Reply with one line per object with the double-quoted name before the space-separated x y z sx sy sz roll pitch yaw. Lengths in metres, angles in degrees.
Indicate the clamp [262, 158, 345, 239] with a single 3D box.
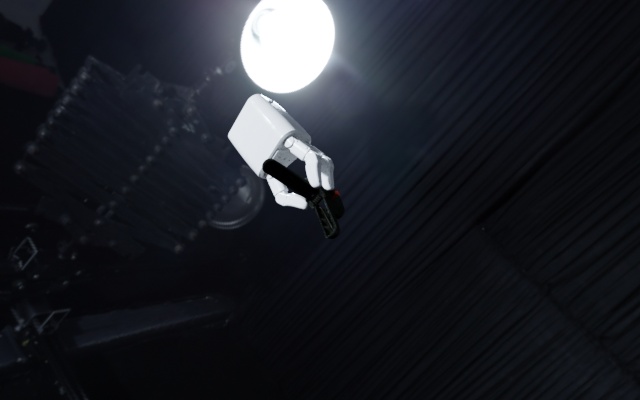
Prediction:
"clamp" 0.000 0.003 0.814 0.036 0.164 0.210 -46 -19 13
